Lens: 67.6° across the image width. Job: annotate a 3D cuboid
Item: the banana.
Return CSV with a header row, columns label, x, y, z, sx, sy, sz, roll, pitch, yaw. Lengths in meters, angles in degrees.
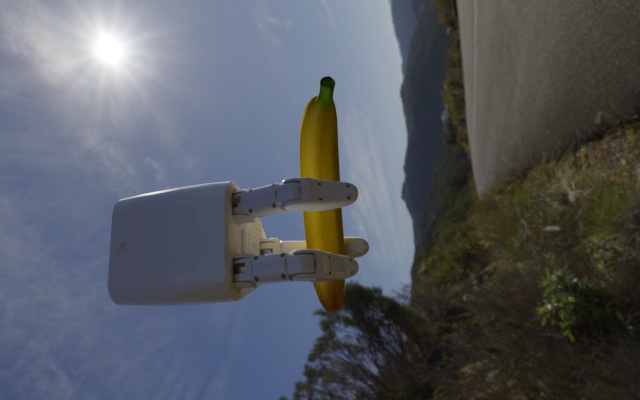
label,x,y,z,sx,sy,sz,roll,pitch,yaw
banana,0.001,-0.004,0.426,0.037,0.198,0.069,-3,7,3
